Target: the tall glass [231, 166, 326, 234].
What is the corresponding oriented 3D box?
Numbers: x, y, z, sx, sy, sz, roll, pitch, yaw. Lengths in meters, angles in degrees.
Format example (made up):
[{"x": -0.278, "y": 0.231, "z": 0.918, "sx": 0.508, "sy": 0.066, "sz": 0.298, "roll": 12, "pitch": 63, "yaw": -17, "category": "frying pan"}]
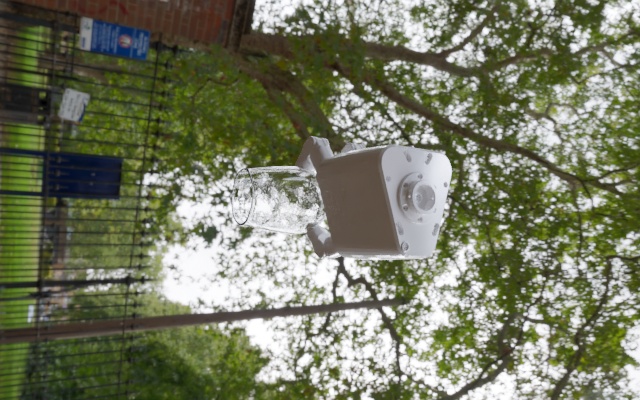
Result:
[{"x": 0.001, "y": 0.002, "z": 0.564, "sx": 0.201, "sy": 0.079, "sz": 0.079, "roll": 4, "pitch": -2, "yaw": -30, "category": "tall glass"}]
